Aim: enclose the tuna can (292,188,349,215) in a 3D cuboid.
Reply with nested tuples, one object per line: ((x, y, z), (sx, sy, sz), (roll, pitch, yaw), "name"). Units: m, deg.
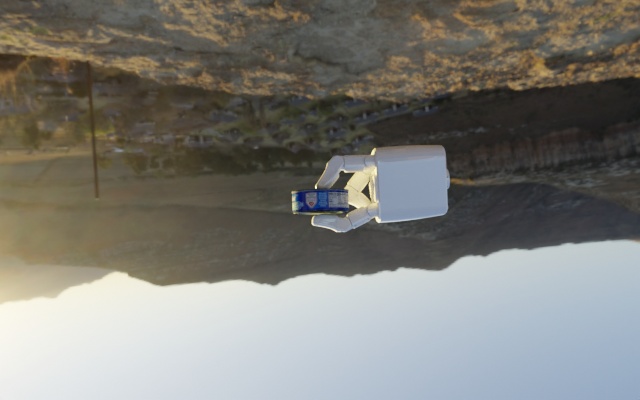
((0.000, 0.003, 0.714), (0.086, 0.034, 0.086), (-2, -4, 0), "tuna can")
